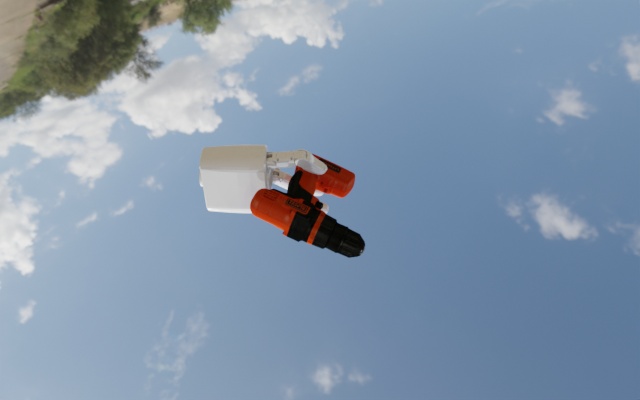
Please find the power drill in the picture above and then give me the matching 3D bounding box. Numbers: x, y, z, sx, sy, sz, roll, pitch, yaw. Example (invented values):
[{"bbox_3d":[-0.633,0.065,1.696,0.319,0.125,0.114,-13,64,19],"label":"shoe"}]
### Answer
[{"bbox_3d":[0.000,0.002,0.773,0.184,0.057,0.187,26,32,2],"label":"power drill"}]
